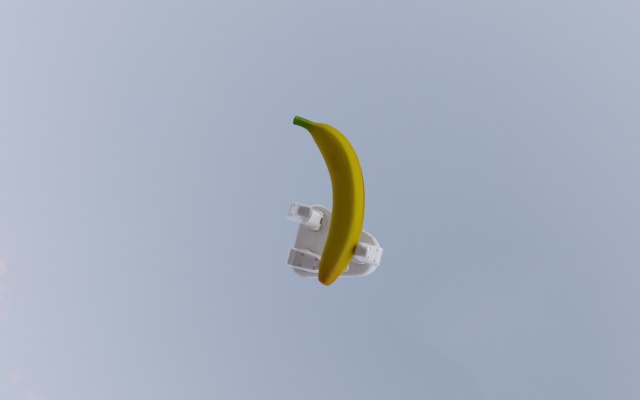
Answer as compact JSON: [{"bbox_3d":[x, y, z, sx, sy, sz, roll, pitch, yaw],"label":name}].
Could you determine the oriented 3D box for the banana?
[{"bbox_3d":[0.018,-0.005,0.547,0.069,0.197,0.037,-10,-9,6],"label":"banana"}]
